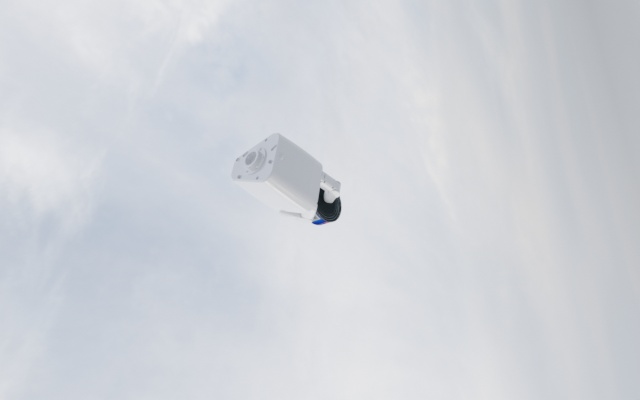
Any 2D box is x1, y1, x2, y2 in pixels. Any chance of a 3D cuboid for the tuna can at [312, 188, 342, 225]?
[{"bbox_3d":[0.000,0.003,0.897,0.034,0.086,0.086,-19,-12,37],"label":"tuna can"}]
